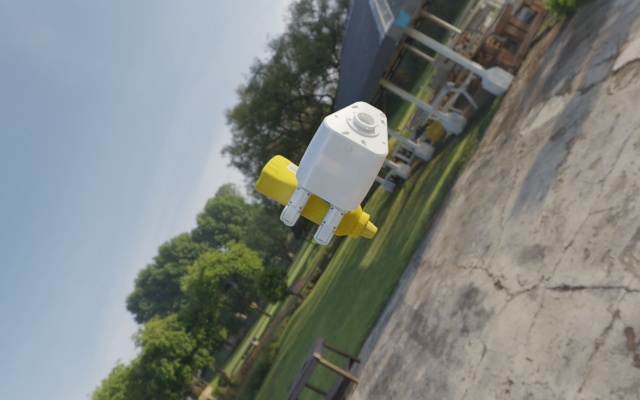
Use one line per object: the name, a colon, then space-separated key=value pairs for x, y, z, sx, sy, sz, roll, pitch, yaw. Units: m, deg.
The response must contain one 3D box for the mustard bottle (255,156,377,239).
mustard bottle: x=0.000 y=0.003 z=0.729 sx=0.191 sy=0.058 sz=0.096 roll=30 pitch=17 yaw=1
